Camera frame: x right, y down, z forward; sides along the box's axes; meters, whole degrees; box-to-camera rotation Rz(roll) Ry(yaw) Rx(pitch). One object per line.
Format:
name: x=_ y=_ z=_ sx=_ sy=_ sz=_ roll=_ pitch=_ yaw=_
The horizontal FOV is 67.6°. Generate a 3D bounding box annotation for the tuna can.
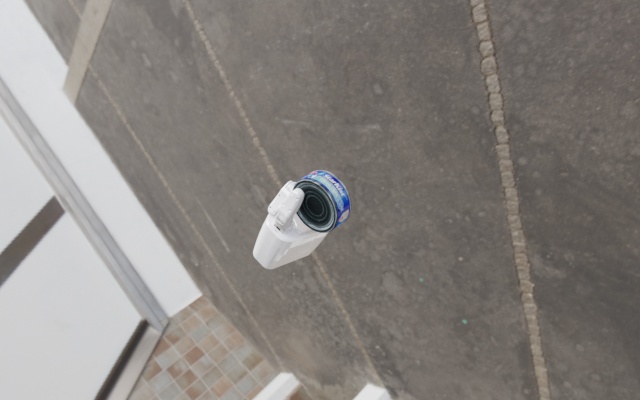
tuna can: x=0.000 y=0.002 z=0.676 sx=0.086 sy=0.086 sz=0.033 roll=0 pitch=24 yaw=44
